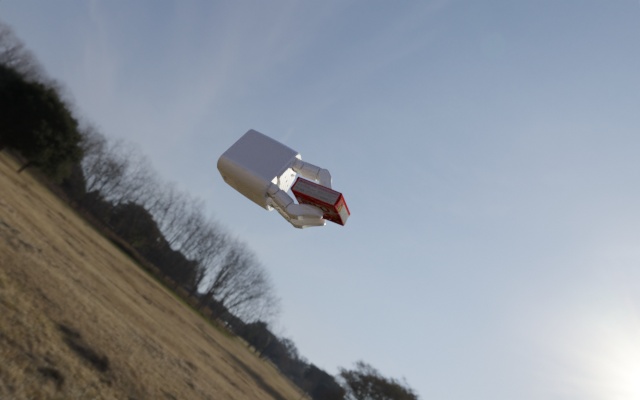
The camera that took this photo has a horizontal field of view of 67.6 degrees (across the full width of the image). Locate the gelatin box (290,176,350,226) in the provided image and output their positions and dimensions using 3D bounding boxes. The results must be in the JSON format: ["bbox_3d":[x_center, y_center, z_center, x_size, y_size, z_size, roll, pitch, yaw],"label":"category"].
[{"bbox_3d":[0.001,0.002,0.801,0.089,0.030,0.073,21,-22,25],"label":"gelatin box"}]
